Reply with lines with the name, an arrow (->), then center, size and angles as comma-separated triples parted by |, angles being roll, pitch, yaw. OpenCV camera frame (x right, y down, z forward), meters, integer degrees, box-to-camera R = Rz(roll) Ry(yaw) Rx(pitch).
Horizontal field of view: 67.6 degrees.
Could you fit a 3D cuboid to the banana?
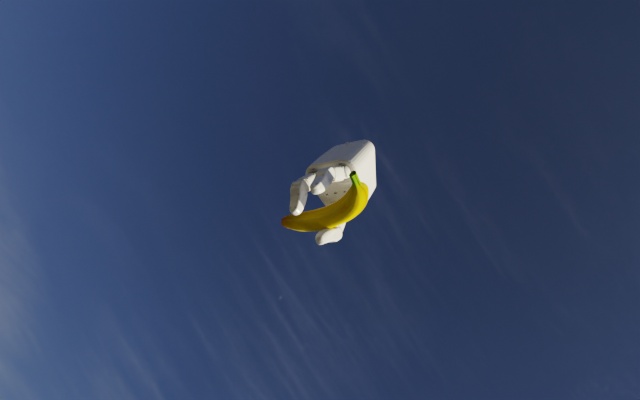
banana -> 0.016, 0.013, 0.769 | 0.198, 0.069, 0.037 | -35, 19, 42
